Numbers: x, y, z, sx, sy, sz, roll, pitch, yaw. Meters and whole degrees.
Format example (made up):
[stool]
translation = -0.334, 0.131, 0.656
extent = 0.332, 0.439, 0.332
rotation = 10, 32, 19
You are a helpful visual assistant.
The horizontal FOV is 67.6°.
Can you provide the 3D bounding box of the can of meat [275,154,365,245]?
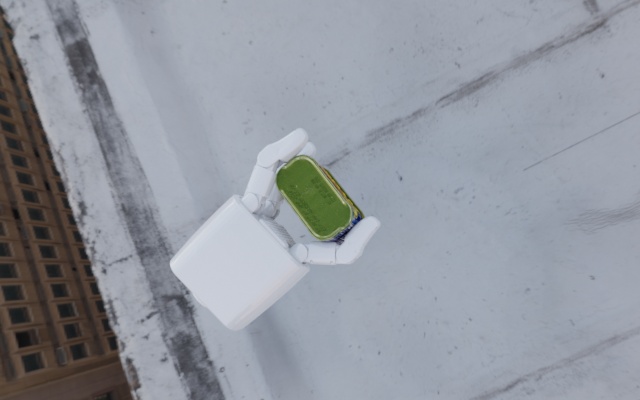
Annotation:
[can of meat]
translation = 0.000, 0.002, 0.540
extent = 0.057, 0.102, 0.084
rotation = -39, -14, 5
